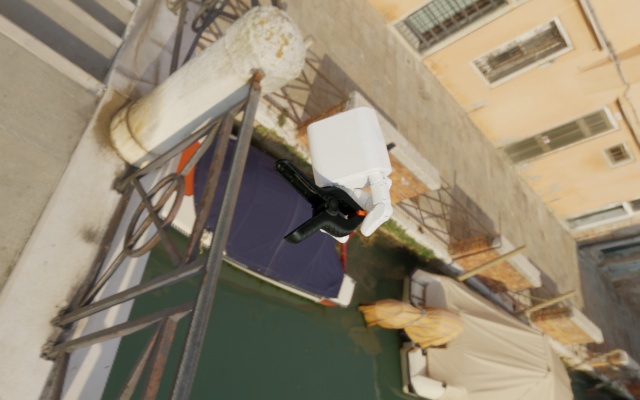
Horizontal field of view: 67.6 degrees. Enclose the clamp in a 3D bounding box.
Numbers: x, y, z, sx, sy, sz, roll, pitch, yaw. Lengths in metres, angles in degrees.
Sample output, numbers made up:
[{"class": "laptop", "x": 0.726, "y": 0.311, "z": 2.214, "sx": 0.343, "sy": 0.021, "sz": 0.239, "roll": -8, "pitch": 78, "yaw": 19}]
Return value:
[{"class": "clamp", "x": 0.001, "y": 0.002, "z": 0.681, "sx": 0.039, "sy": 0.120, "sz": 0.171, "roll": -21, "pitch": -16, "yaw": 36}]
